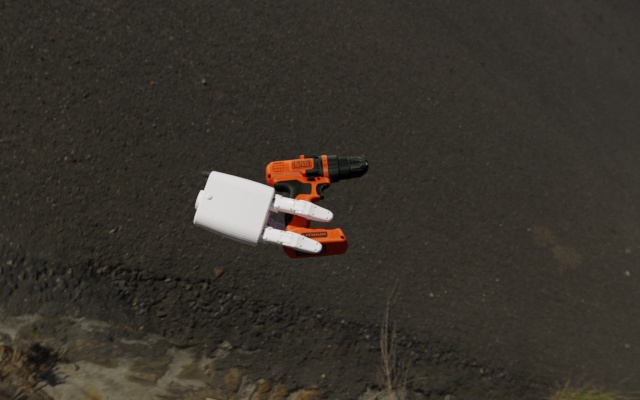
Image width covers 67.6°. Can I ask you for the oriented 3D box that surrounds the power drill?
[{"bbox_3d":[0.000,0.003,0.822,0.184,0.187,0.057,-6,-34,1],"label":"power drill"}]
